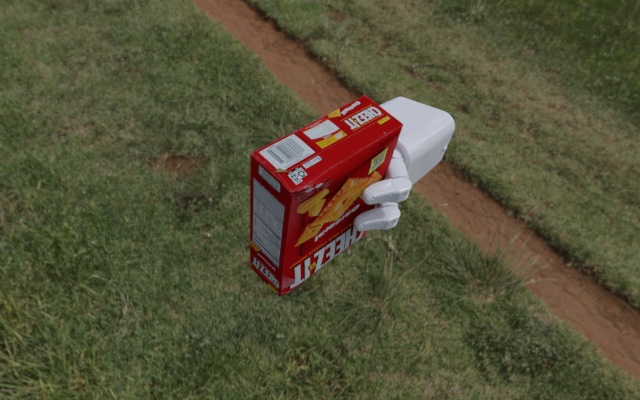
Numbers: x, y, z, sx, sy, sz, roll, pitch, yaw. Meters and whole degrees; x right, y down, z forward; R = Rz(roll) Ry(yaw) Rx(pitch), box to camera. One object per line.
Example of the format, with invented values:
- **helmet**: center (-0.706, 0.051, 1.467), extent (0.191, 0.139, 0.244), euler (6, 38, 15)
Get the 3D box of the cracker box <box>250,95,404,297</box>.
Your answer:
- **cracker box**: center (0.000, 0.002, 0.571), extent (0.164, 0.214, 0.072), euler (-32, 62, -29)
